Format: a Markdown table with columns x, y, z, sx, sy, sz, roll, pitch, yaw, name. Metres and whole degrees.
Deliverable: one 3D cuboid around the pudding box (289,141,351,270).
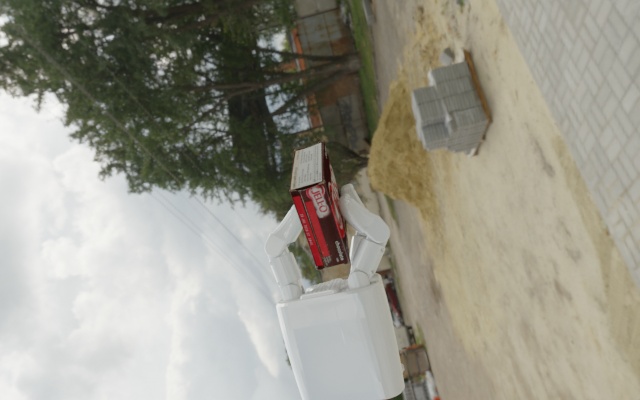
| x | y | z | sx | sy | sz | roll | pitch | yaw | name |
| --- | --- | --- | --- | --- | --- | --- | --- | --- | --- |
| 0.000 | 0.002 | 0.483 | 0.039 | 0.090 | 0.113 | -15 | 26 | 4 | pudding box |
